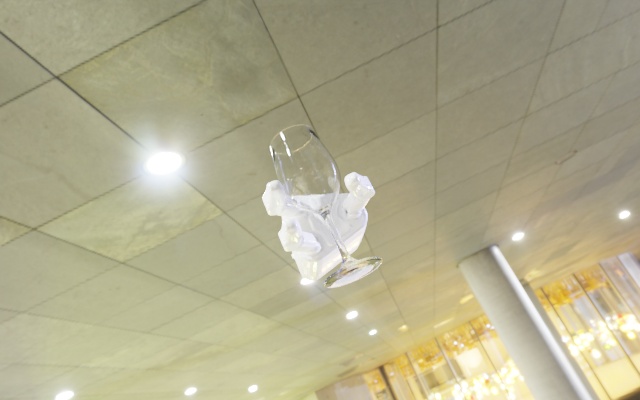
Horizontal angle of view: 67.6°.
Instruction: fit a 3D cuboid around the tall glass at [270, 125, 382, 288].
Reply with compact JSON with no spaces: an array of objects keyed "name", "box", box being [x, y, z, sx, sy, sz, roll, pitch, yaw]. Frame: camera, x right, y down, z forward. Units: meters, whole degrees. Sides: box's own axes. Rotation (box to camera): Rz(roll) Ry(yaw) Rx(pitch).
[{"name":"tall glass","box":[0.000,0.002,0.593,0.079,0.201,0.079,-20,-24,-9]}]
